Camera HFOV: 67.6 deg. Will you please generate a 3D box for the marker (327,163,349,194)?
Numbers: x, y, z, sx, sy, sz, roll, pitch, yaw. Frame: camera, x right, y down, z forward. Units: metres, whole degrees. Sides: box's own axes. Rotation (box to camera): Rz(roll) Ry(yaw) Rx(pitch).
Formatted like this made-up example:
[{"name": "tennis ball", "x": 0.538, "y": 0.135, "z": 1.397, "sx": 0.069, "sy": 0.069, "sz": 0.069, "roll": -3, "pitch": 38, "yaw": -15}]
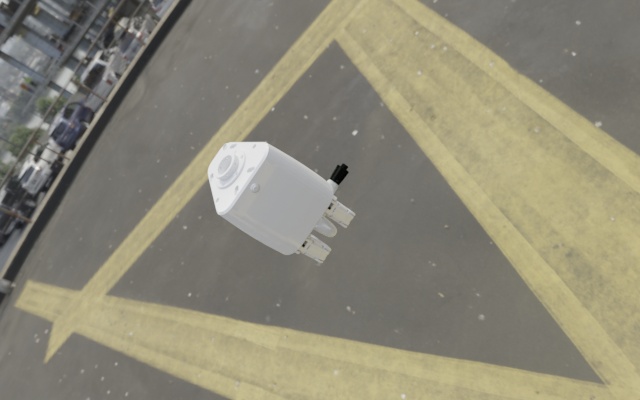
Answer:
[{"name": "marker", "x": 0.000, "y": 0.002, "z": 0.643, "sx": 0.020, "sy": 0.121, "sz": 0.020, "roll": 34, "pitch": 0, "yaw": 0}]
